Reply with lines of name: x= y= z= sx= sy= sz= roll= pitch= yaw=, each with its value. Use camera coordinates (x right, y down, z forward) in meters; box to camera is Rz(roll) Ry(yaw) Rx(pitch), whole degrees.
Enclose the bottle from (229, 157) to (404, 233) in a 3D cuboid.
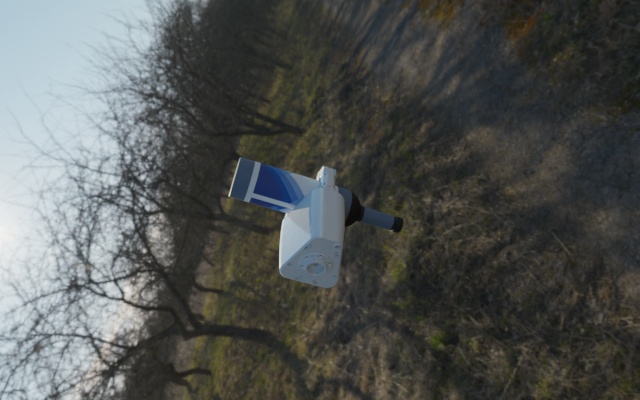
bottle: x=0.000 y=0.002 z=0.797 sx=0.296 sy=0.069 sz=0.069 roll=16 pitch=-4 yaw=-12
